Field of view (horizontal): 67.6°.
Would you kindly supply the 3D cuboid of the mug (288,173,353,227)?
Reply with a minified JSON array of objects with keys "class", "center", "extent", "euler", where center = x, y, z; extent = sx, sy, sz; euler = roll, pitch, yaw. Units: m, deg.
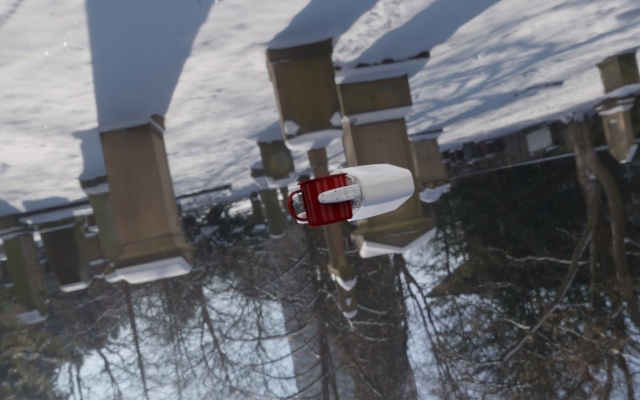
[{"class":"mug","center":[-0.001,0.003,0.842],"extent":[0.117,0.081,0.093],"euler":[-11,-1,-20]}]
